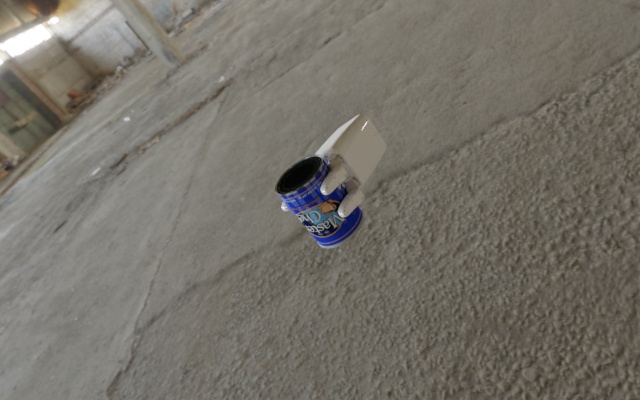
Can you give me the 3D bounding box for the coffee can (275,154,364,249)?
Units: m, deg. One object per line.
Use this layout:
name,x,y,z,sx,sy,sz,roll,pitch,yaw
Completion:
coffee can,0.000,0.003,0.861,0.103,0.102,0.140,0,-44,50
